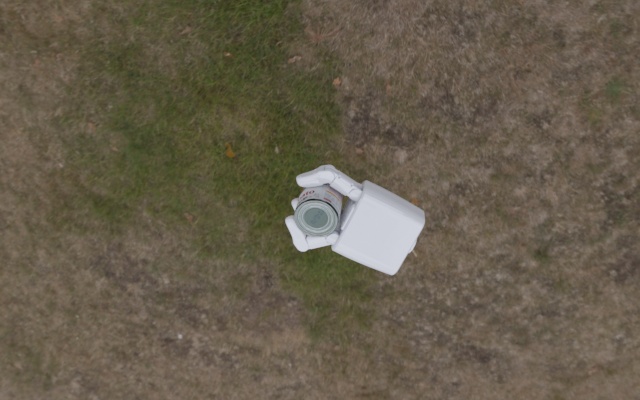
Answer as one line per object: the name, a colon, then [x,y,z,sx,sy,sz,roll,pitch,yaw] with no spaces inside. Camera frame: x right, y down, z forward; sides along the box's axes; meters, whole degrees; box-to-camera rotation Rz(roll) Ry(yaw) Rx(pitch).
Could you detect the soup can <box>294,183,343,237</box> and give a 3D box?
soup can: [0.000,0.002,0.736,0.068,0.068,0.102,0,30,9]
